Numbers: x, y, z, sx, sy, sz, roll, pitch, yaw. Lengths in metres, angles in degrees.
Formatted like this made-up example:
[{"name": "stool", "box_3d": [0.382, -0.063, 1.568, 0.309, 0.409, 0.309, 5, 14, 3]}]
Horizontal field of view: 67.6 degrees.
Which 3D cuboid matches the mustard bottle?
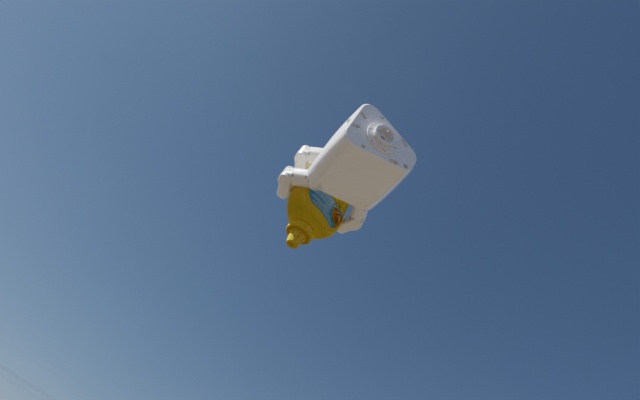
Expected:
[{"name": "mustard bottle", "box_3d": [0.000, 0.002, 0.740, 0.058, 0.096, 0.191, -14, 31, 41]}]
